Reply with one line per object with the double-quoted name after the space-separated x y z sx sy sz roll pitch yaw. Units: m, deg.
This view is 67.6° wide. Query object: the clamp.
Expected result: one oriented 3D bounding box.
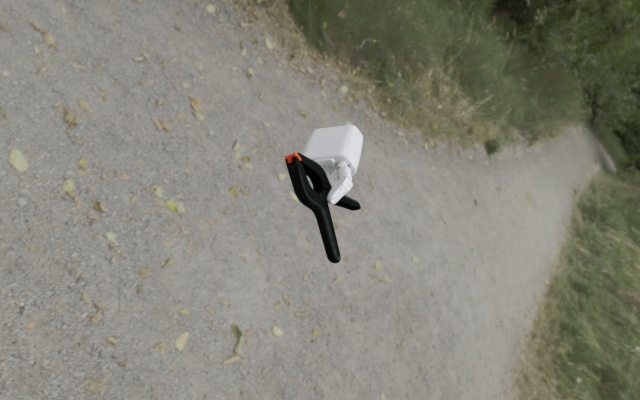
0.001 0.002 0.884 0.036 0.164 0.210 -18 -53 34 "clamp"
